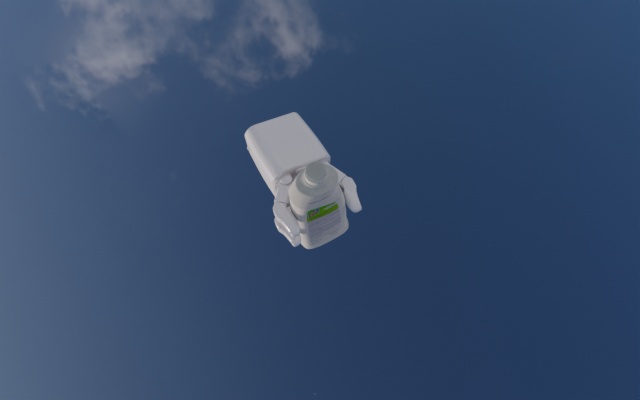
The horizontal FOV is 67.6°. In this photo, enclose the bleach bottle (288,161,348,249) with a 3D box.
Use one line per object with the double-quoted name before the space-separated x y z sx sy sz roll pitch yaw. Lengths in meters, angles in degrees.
"bleach bottle" 0.000 0.003 0.771 0.102 0.068 0.251 -29 -19 -11
